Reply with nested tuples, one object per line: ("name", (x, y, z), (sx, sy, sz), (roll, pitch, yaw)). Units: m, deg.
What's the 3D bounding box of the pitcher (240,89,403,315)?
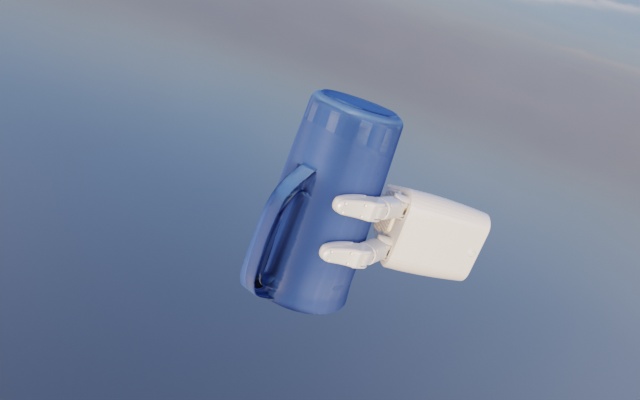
("pitcher", (0.000, 0.002, 0.554), (0.145, 0.243, 0.149), (15, 19, -13))
